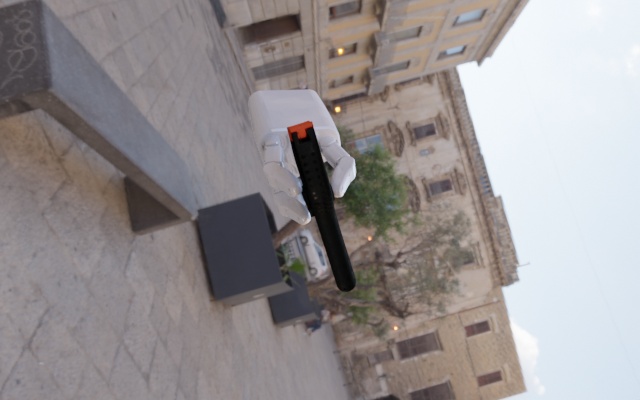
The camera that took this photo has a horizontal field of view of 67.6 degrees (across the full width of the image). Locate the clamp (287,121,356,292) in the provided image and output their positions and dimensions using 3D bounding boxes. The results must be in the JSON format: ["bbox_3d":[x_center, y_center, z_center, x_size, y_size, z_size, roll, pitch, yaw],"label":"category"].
[{"bbox_3d":[0.001,0.001,0.581,0.036,0.164,0.210,-19,-43,-6],"label":"clamp"}]
